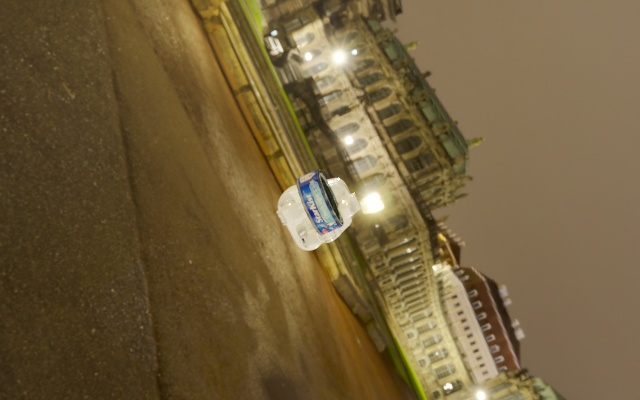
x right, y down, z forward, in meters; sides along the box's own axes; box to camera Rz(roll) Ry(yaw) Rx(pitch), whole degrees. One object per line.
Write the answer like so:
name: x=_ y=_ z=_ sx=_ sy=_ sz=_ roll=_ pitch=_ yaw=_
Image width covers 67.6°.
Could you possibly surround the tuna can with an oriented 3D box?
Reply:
tuna can: x=0.001 y=0.002 z=0.646 sx=0.034 sy=0.086 sz=0.086 roll=-23 pitch=-4 yaw=9
